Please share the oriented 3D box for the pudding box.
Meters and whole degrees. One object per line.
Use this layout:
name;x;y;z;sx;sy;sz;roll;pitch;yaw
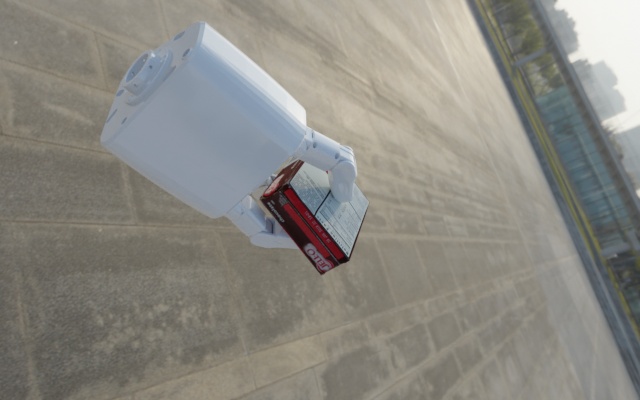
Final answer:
pudding box;0.000;0.001;0.452;0.039;0.090;0.113;-29;16;29
